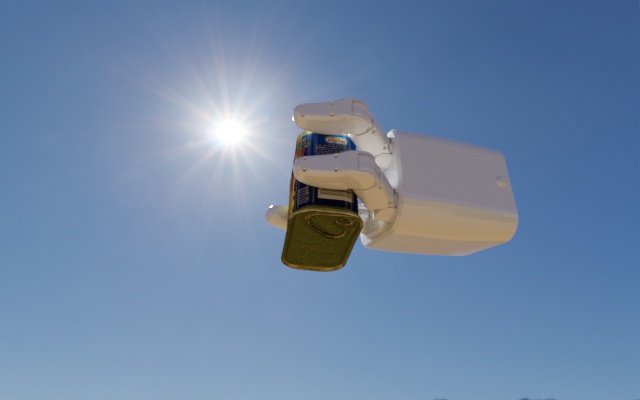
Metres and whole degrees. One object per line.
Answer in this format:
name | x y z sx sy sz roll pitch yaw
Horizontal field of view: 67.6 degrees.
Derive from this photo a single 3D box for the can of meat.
can of meat | 0.000 0.001 0.410 0.057 0.084 0.102 6 -33 -7
